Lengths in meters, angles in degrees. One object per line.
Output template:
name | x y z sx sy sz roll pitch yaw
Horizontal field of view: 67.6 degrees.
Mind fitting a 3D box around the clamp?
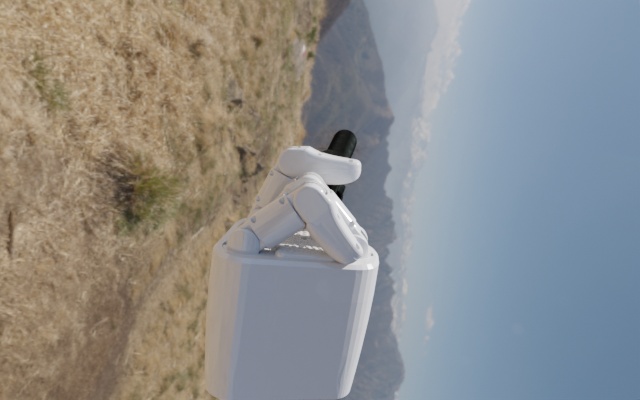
clamp | 0.001 0.002 0.434 0.039 0.120 0.171 14 16 7
